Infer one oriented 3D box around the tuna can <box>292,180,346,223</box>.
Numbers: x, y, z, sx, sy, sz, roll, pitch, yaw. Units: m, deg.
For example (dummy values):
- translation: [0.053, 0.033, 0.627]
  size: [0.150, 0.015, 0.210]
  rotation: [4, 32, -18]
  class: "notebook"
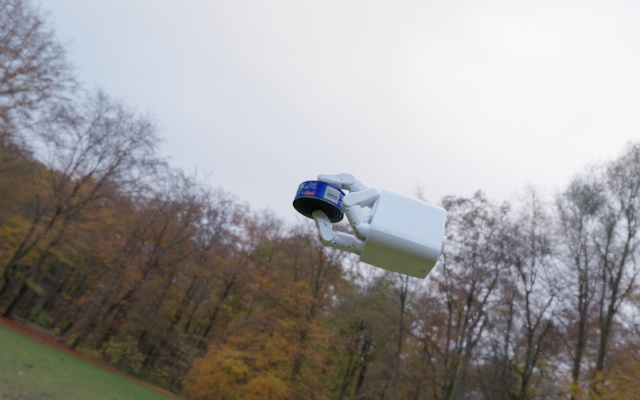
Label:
- translation: [0.000, 0.002, 0.769]
  size: [0.086, 0.033, 0.086]
  rotation: [14, -25, 7]
  class: "tuna can"
